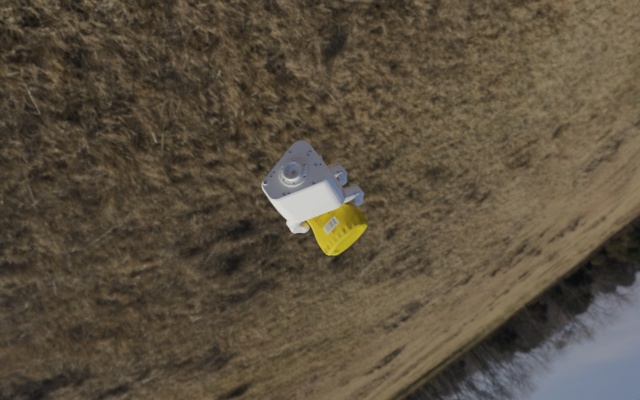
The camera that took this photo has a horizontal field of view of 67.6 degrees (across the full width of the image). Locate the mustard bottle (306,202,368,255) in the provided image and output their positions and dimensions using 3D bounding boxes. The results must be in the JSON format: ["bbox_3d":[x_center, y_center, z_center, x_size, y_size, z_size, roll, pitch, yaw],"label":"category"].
[{"bbox_3d":[0.000,0.003,0.899,0.096,0.191,0.058,-47,-27,21],"label":"mustard bottle"}]
